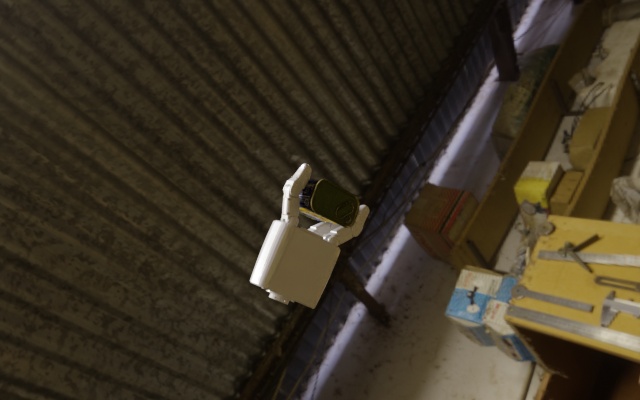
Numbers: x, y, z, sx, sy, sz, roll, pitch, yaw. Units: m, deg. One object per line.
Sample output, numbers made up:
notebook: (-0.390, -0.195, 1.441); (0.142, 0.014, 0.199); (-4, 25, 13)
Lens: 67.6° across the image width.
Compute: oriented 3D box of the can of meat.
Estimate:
can of meat: (0.000, 0.002, 0.798); (0.102, 0.057, 0.084); (27, -13, -38)
